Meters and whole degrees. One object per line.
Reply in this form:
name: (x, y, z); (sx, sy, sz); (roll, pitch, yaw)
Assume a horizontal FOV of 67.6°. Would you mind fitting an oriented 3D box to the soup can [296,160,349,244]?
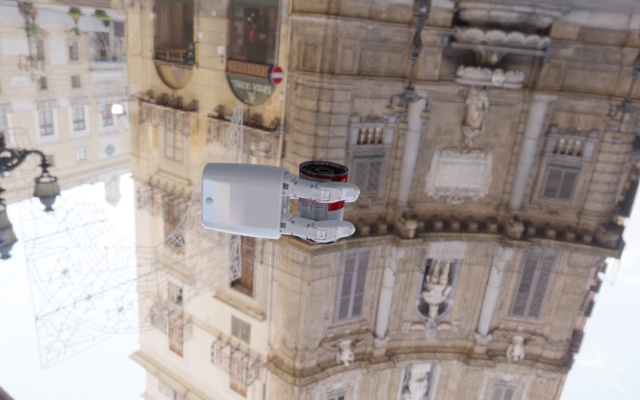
soup can: (0.001, 0.002, 0.667); (0.068, 0.102, 0.068); (5, 19, -2)
